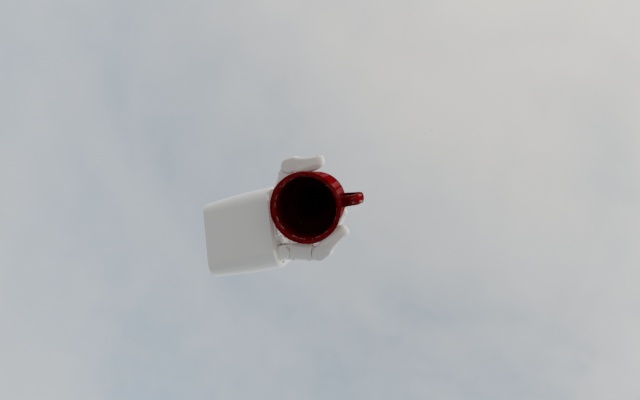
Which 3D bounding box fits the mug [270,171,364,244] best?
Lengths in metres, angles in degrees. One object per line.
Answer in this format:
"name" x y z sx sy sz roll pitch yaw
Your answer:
"mug" 0.002 0.002 0.636 0.117 0.093 0.081 -10 6 14
